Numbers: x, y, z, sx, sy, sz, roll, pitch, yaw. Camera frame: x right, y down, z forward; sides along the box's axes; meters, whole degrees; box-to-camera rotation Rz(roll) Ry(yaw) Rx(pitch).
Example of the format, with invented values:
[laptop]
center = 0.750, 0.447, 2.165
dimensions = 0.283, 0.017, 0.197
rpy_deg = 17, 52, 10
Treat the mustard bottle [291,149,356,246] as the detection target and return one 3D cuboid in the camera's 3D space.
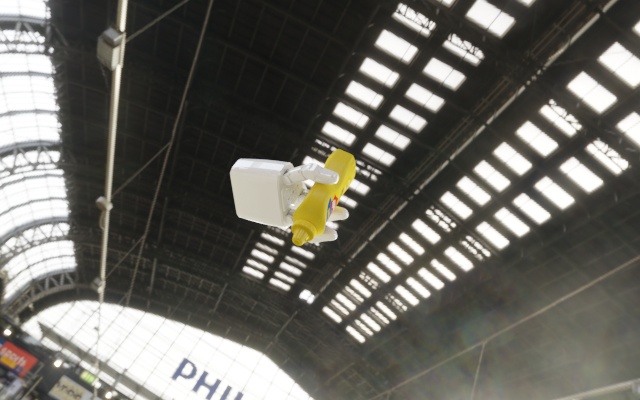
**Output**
[mustard bottle]
center = 0.001, 0.003, 0.822
dimensions = 0.058, 0.191, 0.096
rpy_deg = 25, -39, 8
